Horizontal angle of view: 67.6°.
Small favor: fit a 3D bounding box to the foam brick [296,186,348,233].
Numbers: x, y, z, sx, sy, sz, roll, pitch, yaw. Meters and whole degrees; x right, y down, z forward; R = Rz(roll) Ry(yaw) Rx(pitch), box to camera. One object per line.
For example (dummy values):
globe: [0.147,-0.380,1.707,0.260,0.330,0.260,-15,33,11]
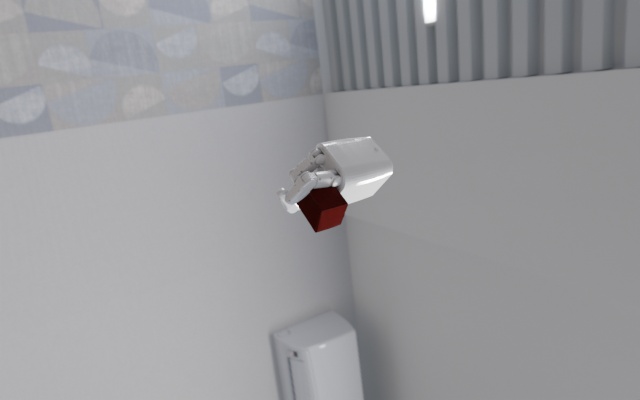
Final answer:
foam brick: [0.000,0.003,0.775,0.051,0.053,0.078,-13,51,-29]
